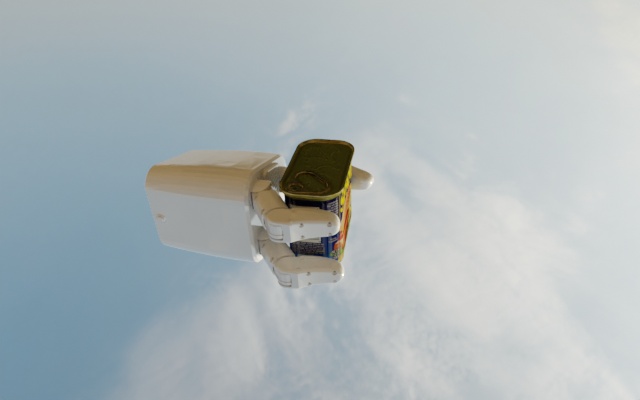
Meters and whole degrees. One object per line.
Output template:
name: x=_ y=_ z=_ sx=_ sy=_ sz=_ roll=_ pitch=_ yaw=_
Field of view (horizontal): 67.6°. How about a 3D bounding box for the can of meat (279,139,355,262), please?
can of meat: x=0.000 y=0.002 z=0.459 sx=0.057 sy=0.084 sz=0.102 roll=4 pitch=35 yaw=10
